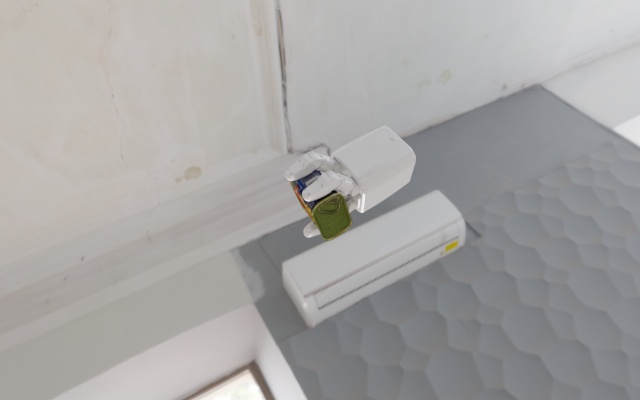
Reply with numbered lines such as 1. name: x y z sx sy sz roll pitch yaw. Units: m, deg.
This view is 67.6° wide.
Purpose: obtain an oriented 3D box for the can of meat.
1. can of meat: 0.000 0.002 0.774 0.057 0.084 0.102 -32 -38 -7
